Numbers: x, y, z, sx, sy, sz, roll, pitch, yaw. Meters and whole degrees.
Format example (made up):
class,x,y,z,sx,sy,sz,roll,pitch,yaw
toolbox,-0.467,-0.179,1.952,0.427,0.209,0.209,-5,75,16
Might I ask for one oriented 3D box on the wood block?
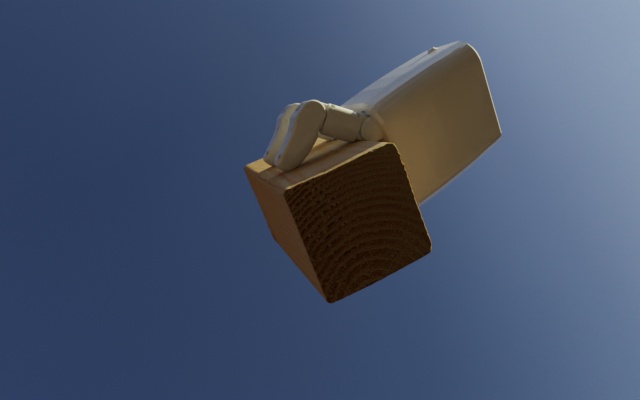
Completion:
class,x,y,z,sx,sy,sz,roll,pitch,yaw
wood block,0.001,0.001,0.430,0.090,0.091,0.206,-25,14,-11
